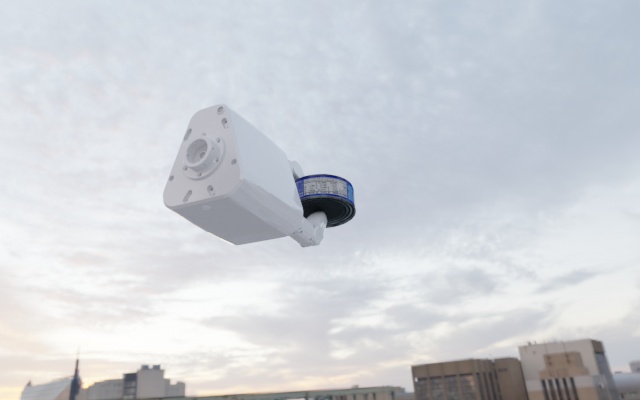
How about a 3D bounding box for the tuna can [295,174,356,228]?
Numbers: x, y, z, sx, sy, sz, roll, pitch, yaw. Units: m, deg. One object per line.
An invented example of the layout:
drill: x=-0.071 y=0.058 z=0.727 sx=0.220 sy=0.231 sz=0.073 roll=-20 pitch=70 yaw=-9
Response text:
tuna can: x=0.000 y=0.001 z=0.590 sx=0.086 sy=0.033 sz=0.086 roll=-2 pitch=-28 yaw=-1
